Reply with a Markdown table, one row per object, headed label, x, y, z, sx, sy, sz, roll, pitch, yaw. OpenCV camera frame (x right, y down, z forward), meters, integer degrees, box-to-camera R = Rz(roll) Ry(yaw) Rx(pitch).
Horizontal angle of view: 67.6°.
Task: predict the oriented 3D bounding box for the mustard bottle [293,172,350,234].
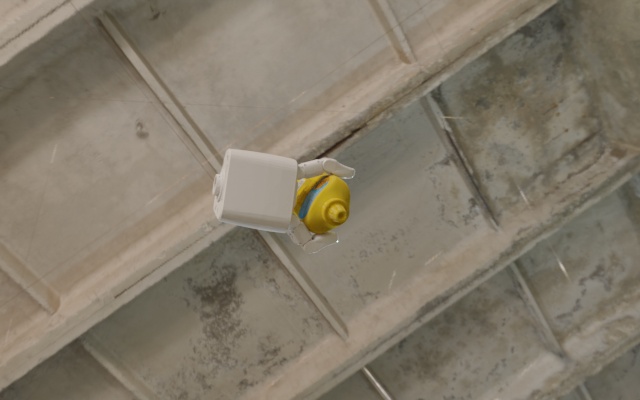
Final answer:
| label | x | y | z | sx | sy | sz | roll | pitch | yaw |
| --- | --- | --- | --- | --- | --- | --- | --- | --- | --- |
| mustard bottle | 0.000 | 0.003 | 0.766 | 0.058 | 0.096 | 0.191 | 36 | -1 | -22 |
